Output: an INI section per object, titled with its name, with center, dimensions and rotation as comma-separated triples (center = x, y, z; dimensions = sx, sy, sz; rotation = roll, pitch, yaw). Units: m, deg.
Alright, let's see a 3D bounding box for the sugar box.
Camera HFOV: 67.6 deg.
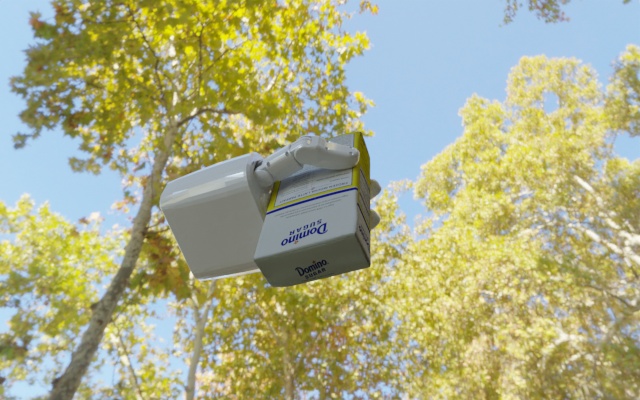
[sugar box]
center = 0.000, 0.002, 0.459
dimensions = 0.093, 0.048, 0.176
rotation = -16, 35, 17
